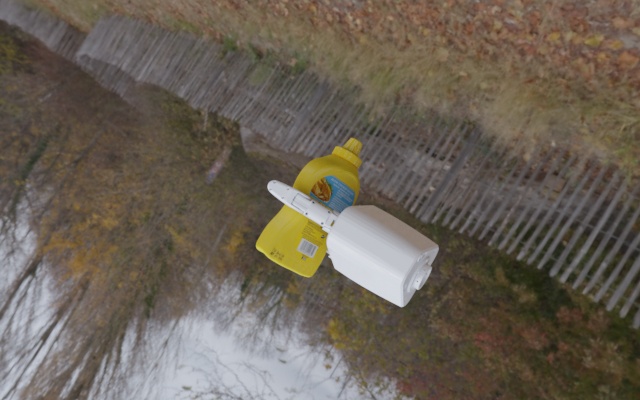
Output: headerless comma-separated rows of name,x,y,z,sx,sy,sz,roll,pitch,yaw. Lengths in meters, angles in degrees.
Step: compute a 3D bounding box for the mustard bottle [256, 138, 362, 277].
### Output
mustard bottle,0.000,0.002,0.634,0.096,0.191,0.058,34,-4,-42
